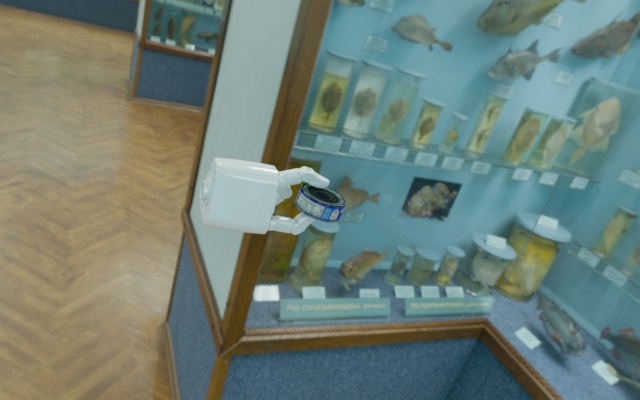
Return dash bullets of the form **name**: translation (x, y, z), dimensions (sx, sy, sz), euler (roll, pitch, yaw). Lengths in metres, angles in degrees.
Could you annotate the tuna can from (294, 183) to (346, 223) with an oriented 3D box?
- **tuna can**: translation (0.000, 0.002, 0.834), dimensions (0.086, 0.034, 0.086), euler (20, 21, -8)
